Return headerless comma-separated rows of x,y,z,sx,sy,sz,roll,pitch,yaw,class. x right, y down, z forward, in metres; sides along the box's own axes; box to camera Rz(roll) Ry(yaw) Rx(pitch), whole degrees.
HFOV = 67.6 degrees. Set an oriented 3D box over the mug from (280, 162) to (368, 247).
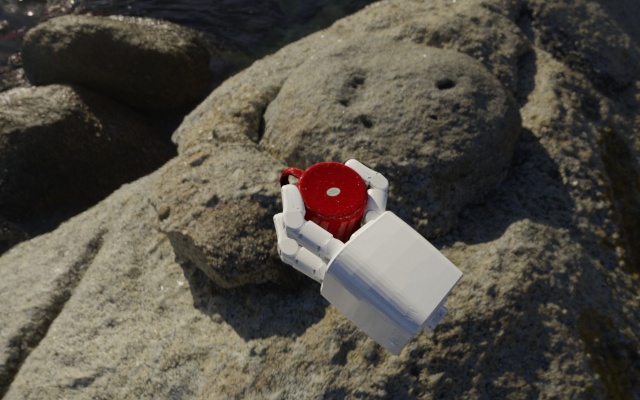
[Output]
-0.001,0.001,0.562,0.093,0.117,0.082,-43,-18,-29,mug
